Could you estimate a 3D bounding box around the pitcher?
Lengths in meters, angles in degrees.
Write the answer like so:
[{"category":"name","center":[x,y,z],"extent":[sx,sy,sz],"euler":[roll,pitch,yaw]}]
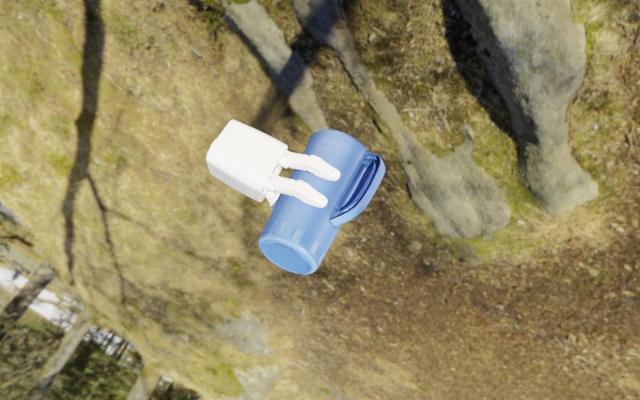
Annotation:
[{"category":"pitcher","center":[0.000,0.003,0.830],"extent":[0.145,0.242,0.149],"euler":[29,-30,-2]}]
